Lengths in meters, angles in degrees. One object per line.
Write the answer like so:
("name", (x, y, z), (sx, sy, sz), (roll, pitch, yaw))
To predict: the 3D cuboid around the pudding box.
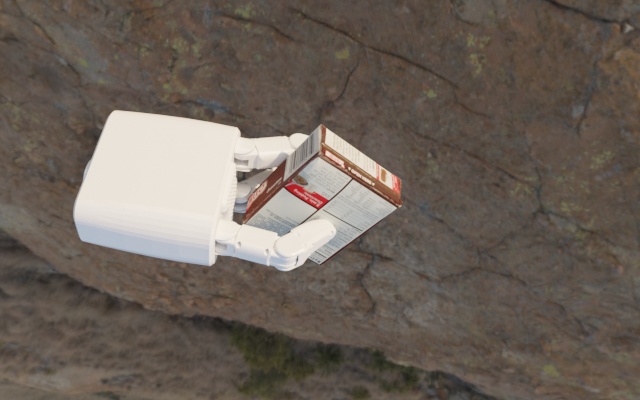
("pudding box", (0.000, 0.001, 0.414), (0.090, 0.039, 0.113), (31, -48, -24))
